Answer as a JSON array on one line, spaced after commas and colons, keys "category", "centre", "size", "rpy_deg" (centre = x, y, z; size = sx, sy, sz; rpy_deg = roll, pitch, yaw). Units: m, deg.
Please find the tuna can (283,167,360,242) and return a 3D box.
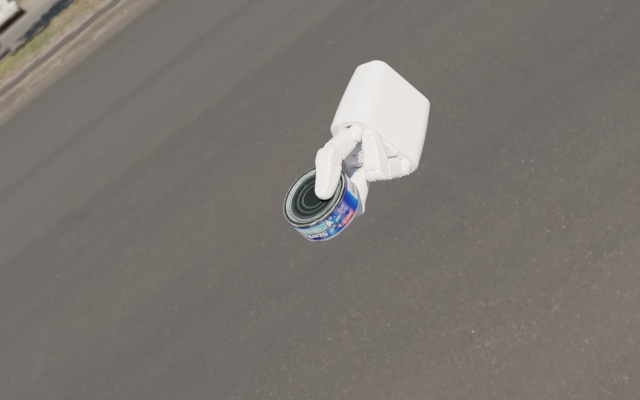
[{"category": "tuna can", "centre": [0.000, 0.002, 0.544], "size": [0.086, 0.086, 0.034], "rpy_deg": [0, -32, 40]}]
